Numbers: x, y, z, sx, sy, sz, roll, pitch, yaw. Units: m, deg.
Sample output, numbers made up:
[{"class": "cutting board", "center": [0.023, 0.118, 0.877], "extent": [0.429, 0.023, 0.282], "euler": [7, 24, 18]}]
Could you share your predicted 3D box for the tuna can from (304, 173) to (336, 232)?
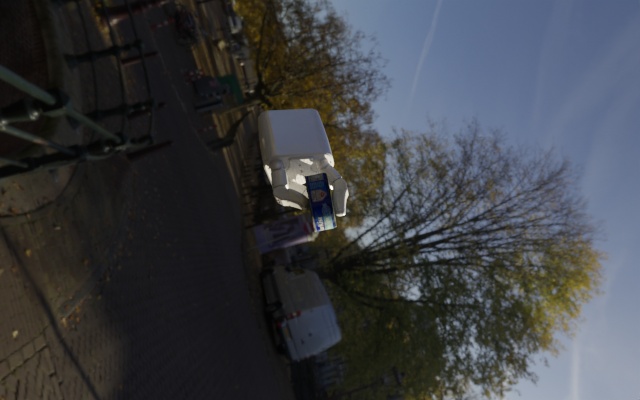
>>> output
[{"class": "tuna can", "center": [0.001, 0.002, 0.712], "extent": [0.034, 0.086, 0.086], "euler": [-11, 0, 0]}]
